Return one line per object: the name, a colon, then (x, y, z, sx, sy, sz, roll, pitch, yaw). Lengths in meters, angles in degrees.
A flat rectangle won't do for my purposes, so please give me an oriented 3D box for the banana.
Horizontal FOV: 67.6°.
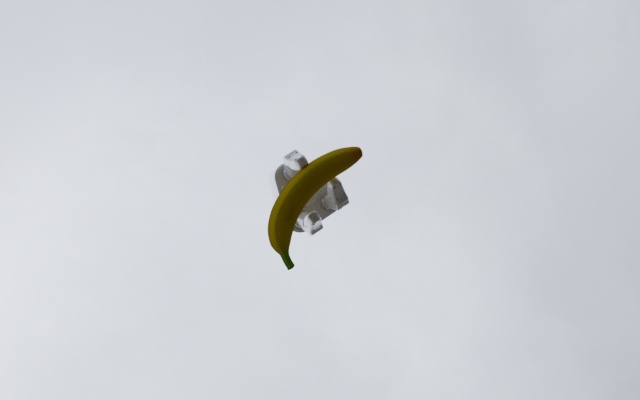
banana: (-0.018, -0.005, 0.654, 0.069, 0.197, 0.037, 32, -13, 1)
